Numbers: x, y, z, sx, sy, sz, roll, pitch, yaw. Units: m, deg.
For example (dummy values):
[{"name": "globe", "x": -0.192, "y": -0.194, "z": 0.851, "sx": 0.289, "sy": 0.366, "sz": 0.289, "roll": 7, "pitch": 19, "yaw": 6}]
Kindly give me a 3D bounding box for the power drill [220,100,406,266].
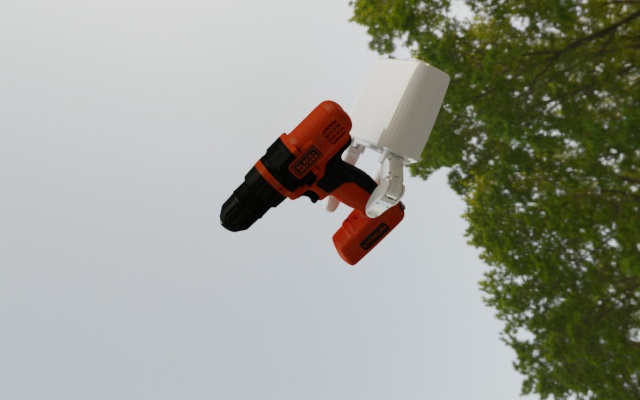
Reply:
[{"name": "power drill", "x": 0.001, "y": 0.002, "z": 0.562, "sx": 0.188, "sy": 0.184, "sz": 0.057, "roll": 41, "pitch": 9, "yaw": -38}]
